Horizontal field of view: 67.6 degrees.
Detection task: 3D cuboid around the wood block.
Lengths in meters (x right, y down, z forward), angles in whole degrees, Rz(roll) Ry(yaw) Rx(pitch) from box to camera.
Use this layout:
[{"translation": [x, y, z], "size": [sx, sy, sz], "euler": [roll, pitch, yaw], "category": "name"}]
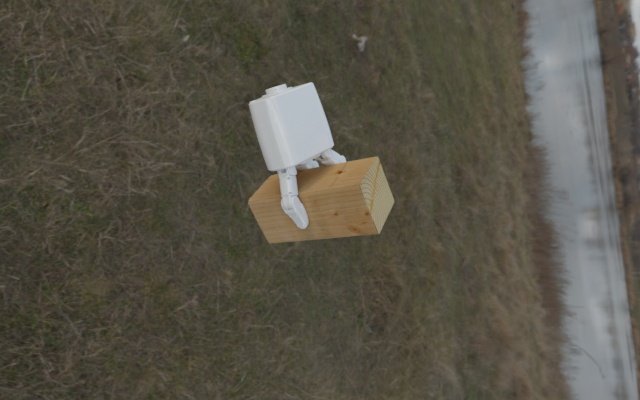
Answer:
[{"translation": [0.000, 0.002, 0.775], "size": [0.206, 0.090, 0.090], "euler": [-8, 29, 31], "category": "wood block"}]
